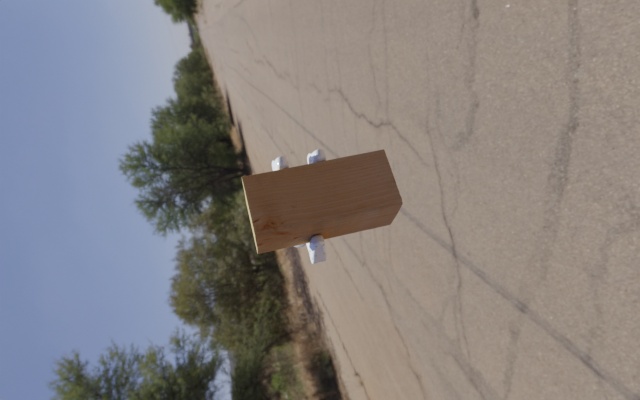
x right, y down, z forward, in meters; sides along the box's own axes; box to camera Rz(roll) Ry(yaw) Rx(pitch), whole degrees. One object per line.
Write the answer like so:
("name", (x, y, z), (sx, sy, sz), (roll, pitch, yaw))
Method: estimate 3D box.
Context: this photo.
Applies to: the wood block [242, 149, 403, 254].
("wood block", (0.000, 0.003, 0.689), (0.206, 0.090, 0.090), (-12, -22, -10))
